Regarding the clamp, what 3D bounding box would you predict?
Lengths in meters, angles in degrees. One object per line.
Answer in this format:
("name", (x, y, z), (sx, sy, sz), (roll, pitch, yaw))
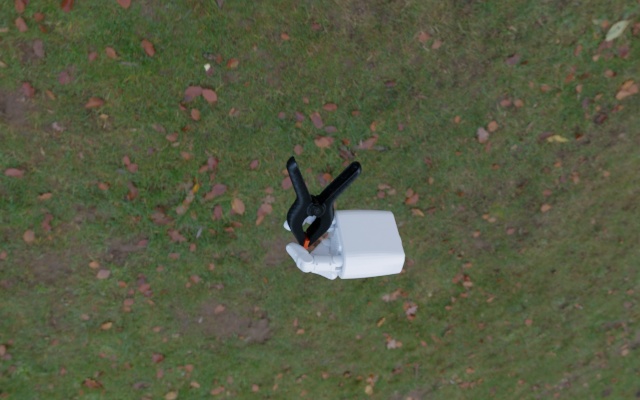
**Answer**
("clamp", (0.000, 0.003, 0.764), (0.120, 0.172, 0.039), (-1, 38, -12))
